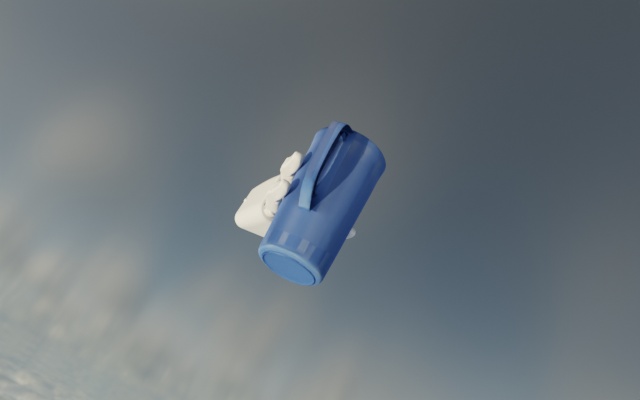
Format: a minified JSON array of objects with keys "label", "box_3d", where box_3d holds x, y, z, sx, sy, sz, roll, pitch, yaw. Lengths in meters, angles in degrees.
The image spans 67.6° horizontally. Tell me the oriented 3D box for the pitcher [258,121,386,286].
[{"label":"pitcher","box_3d":[0.000,0.003,0.757,0.149,0.242,0.145,41,-31,-22]}]
